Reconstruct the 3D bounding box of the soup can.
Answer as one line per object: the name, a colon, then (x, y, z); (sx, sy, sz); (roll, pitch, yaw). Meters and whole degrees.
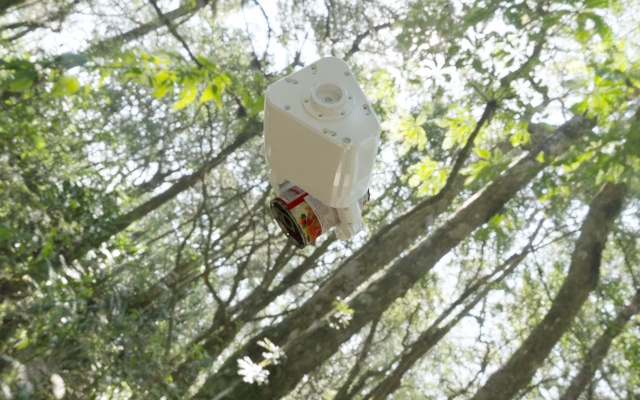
soup can: (0.000, 0.002, 0.570); (0.102, 0.068, 0.068); (-34, 13, -20)
